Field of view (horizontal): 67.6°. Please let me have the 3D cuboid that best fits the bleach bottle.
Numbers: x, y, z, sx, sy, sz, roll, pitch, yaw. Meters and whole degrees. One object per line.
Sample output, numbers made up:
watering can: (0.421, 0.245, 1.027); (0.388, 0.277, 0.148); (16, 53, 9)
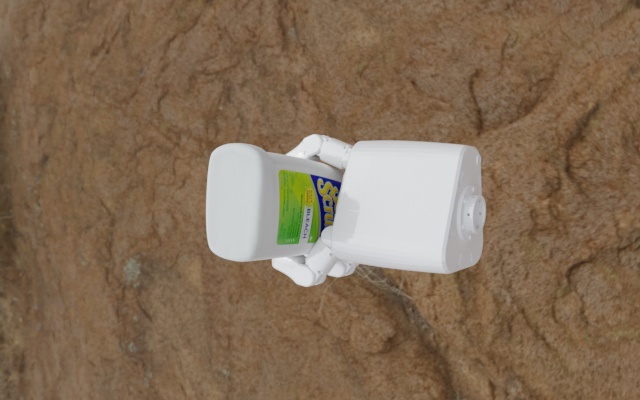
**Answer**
bleach bottle: (0.000, 0.002, 0.495); (0.068, 0.102, 0.251); (7, 5, 37)
